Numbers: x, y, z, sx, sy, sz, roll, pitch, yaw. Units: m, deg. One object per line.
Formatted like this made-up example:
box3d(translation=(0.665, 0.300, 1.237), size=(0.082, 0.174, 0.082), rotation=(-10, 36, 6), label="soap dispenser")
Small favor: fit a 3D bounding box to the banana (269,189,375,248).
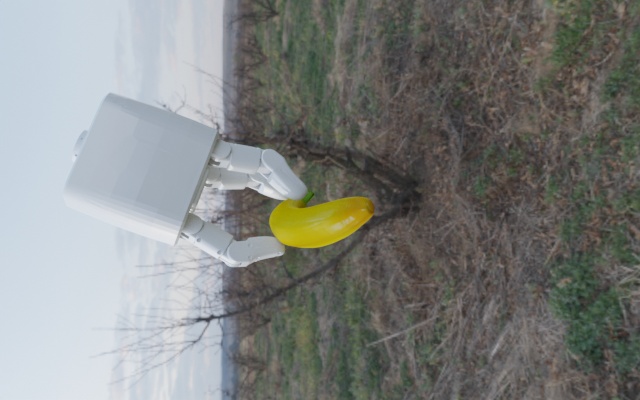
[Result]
box3d(translation=(-0.013, 0.016, 0.457), size=(0.037, 0.069, 0.198), rotation=(42, -8, -16), label="banana")
